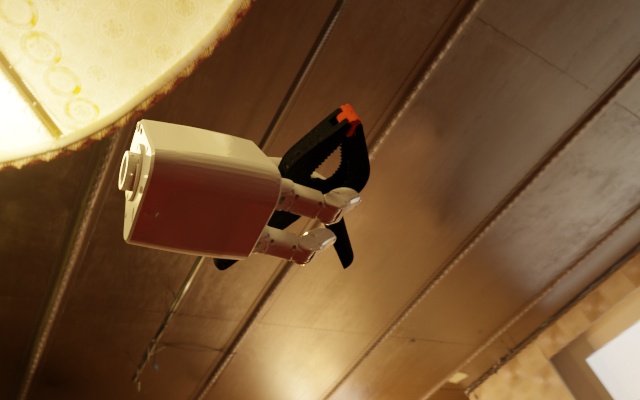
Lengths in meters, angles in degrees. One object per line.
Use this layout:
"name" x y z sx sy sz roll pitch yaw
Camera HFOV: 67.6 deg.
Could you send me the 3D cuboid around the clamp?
"clamp" 0.000 0.001 0.487 0.164 0.210 0.036 9 37 -32
